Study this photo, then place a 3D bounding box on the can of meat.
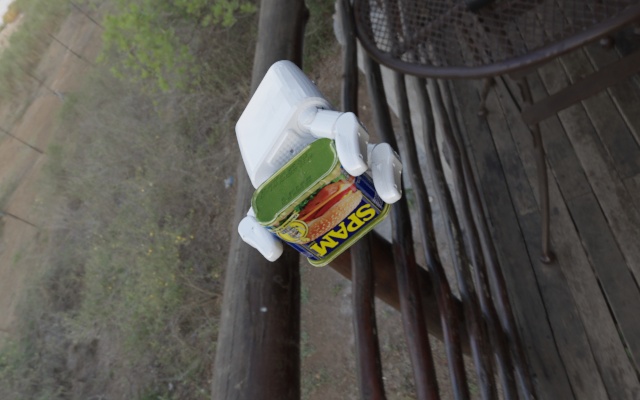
[{"bbox_3d":[0.000,0.001,0.440,0.102,0.057,0.084,-39,-49,13],"label":"can of meat"}]
